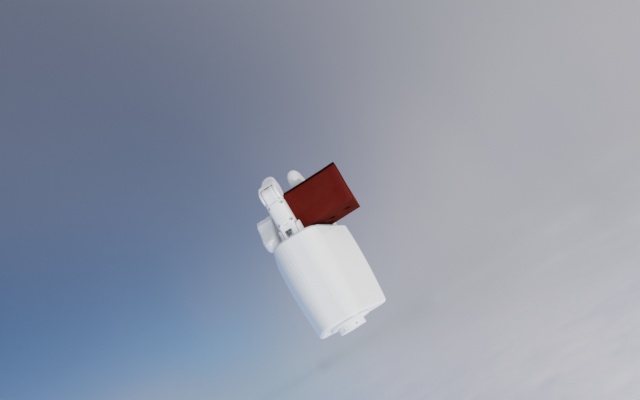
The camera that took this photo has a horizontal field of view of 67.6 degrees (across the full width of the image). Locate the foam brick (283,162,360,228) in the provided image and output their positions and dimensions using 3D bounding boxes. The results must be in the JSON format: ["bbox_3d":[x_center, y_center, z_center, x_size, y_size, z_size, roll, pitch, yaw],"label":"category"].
[{"bbox_3d":[0.000,0.002,0.567,0.078,0.051,0.053,-33,-18,5],"label":"foam brick"}]
